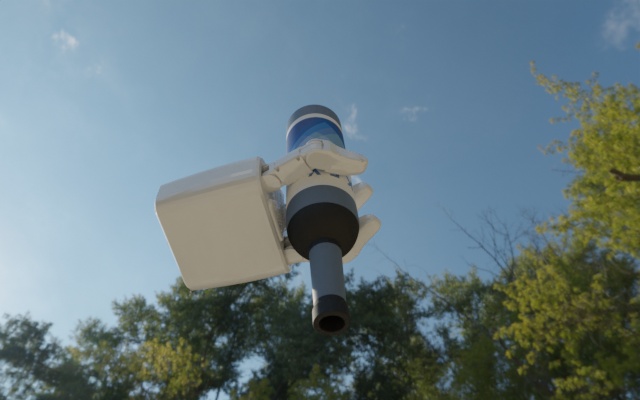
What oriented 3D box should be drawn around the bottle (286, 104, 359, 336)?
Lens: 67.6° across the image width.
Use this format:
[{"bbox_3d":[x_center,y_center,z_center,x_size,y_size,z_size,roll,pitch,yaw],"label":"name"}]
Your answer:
[{"bbox_3d":[0.000,0.001,0.461,0.069,0.069,0.295,0,37,-4],"label":"bottle"}]
